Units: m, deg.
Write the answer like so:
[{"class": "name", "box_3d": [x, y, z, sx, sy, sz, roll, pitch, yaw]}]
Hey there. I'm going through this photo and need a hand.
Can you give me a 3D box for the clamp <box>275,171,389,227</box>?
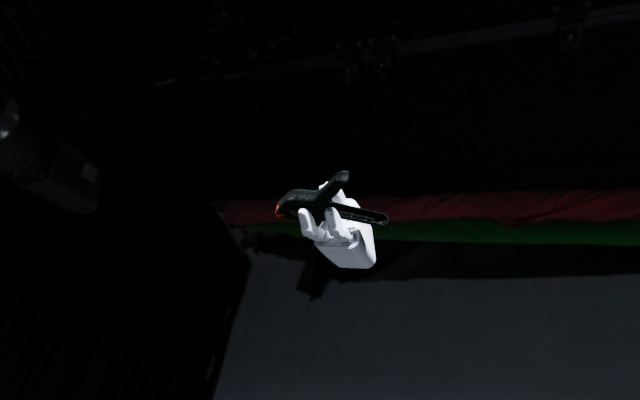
[{"class": "clamp", "box_3d": [0.000, 0.002, 0.863, 0.210, 0.036, 0.165, -2, -32, 27]}]
